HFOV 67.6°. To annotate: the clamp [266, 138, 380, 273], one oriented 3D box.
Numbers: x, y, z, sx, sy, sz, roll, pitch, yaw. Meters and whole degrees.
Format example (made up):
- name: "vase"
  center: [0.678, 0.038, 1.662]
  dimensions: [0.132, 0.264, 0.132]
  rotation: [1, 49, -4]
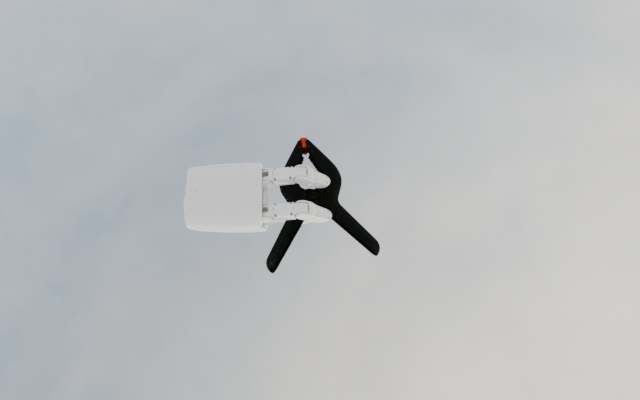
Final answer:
- name: "clamp"
  center: [0.000, 0.002, 0.719]
  dimensions: [0.164, 0.210, 0.036]
  rotation: [-2, -22, -2]
